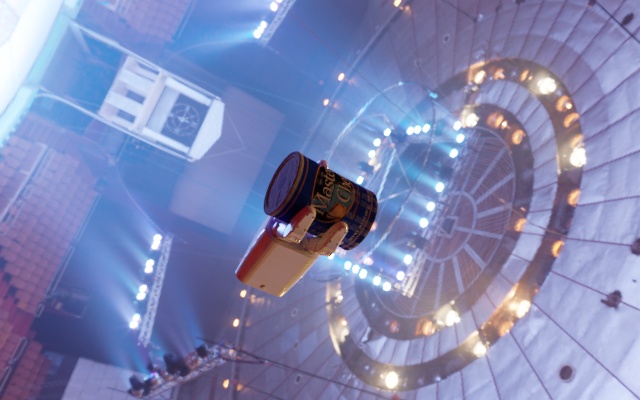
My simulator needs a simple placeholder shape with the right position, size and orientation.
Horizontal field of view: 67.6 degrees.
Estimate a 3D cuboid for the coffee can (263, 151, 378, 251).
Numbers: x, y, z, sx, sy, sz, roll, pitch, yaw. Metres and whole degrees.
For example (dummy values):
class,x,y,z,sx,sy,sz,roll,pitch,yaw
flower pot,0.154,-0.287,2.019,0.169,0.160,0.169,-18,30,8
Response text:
class,x,y,z,sx,sy,sz,roll,pitch,yaw
coffee can,0.000,0.002,0.720,0.140,0.103,0.103,26,-11,-23
